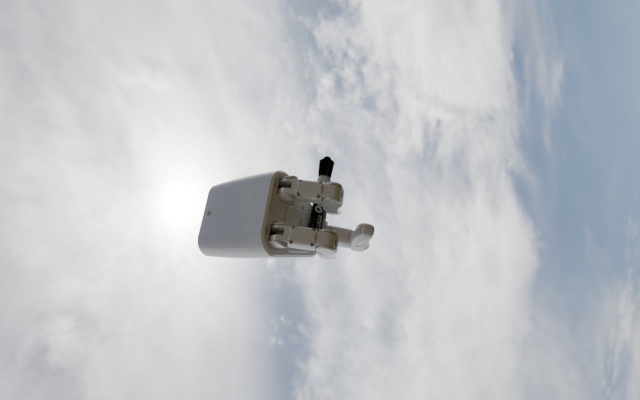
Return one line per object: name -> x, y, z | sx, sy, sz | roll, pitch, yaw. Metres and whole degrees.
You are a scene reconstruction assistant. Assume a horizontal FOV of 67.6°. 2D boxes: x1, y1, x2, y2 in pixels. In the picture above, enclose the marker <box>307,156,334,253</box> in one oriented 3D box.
marker -> 0.000, 0.002, 0.568 | 0.020, 0.121, 0.020 | 7, -23, 3
